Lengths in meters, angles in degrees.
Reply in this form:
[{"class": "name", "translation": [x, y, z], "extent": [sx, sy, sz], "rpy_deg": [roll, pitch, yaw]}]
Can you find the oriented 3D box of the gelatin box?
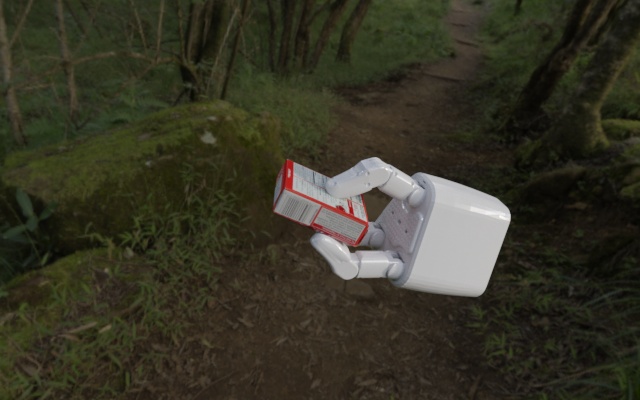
[{"class": "gelatin box", "translation": [0.000, 0.001, 0.461], "extent": [0.089, 0.030, 0.073], "rpy_deg": [24, 23, -13]}]
